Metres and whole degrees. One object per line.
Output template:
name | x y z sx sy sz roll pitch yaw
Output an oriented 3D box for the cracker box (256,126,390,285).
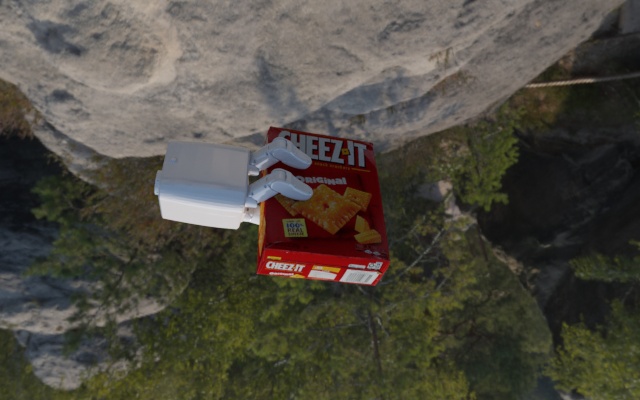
cracker box | 0.000 0.002 0.661 0.164 0.213 0.072 8 -39 -13
